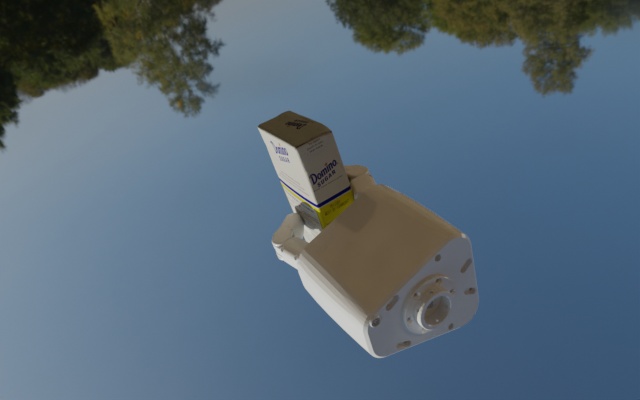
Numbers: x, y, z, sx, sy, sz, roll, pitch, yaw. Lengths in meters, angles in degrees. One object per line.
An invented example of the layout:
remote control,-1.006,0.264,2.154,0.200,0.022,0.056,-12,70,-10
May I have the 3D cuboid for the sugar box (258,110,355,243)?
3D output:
sugar box,0.001,0.001,0.488,0.048,0.176,0.093,-28,32,-17
